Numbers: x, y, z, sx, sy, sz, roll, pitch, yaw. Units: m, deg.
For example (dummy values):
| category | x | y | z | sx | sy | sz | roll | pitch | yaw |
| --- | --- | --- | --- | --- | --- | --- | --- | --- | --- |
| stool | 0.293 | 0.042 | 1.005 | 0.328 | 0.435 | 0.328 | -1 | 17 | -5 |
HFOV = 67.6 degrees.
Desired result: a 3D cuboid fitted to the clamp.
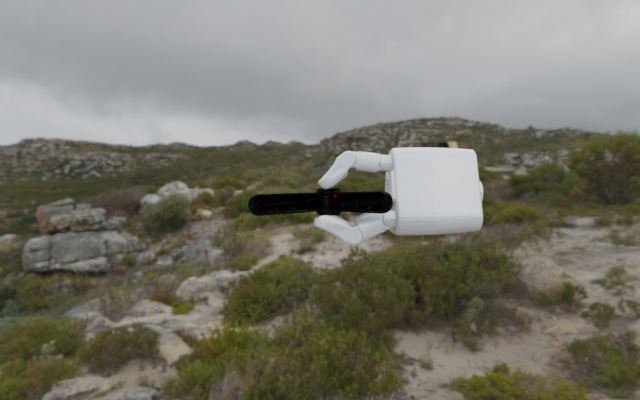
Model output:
| category | x | y | z | sx | sy | sz | roll | pitch | yaw |
| --- | --- | --- | --- | --- | --- | --- | --- | --- | --- |
| clamp | 0.000 | 0.001 | 0.626 | 0.164 | 0.036 | 0.210 | 0 | 1 | 1 |
